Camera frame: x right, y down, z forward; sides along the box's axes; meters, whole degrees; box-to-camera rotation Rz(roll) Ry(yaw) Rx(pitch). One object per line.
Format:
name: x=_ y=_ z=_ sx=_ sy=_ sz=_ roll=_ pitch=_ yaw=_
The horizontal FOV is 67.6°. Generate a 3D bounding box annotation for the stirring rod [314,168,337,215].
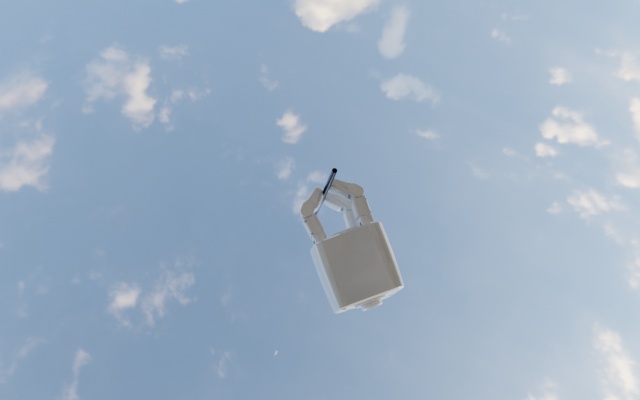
stirring rod: x=0.000 y=0.003 z=0.795 sx=0.011 sy=0.011 sz=0.240 roll=0 pitch=-22 yaw=-10
